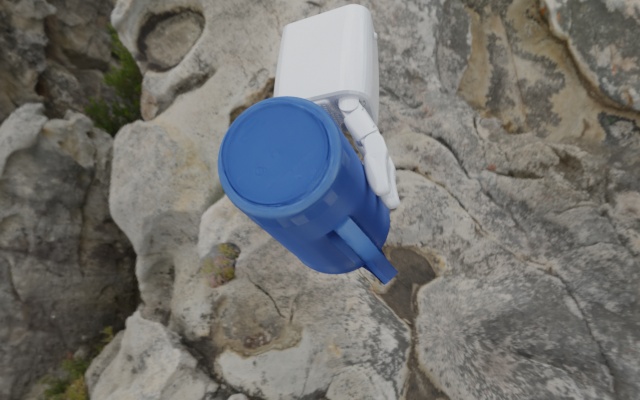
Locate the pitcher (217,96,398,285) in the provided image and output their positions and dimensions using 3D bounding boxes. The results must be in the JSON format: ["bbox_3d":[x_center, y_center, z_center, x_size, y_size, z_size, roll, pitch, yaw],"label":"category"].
[{"bbox_3d":[0.000,0.001,0.489,0.149,0.145,0.243,1,-15,15],"label":"pitcher"}]
